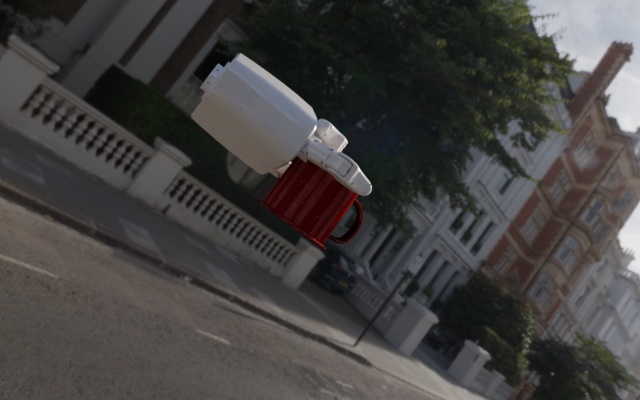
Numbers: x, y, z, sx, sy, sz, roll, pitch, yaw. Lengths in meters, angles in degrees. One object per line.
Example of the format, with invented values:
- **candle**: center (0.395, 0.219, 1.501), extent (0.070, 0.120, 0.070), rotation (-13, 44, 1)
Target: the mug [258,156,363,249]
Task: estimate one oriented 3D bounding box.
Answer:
- **mug**: center (0.001, 0.002, 0.538), extent (0.117, 0.081, 0.093), rotation (37, -3, -19)
